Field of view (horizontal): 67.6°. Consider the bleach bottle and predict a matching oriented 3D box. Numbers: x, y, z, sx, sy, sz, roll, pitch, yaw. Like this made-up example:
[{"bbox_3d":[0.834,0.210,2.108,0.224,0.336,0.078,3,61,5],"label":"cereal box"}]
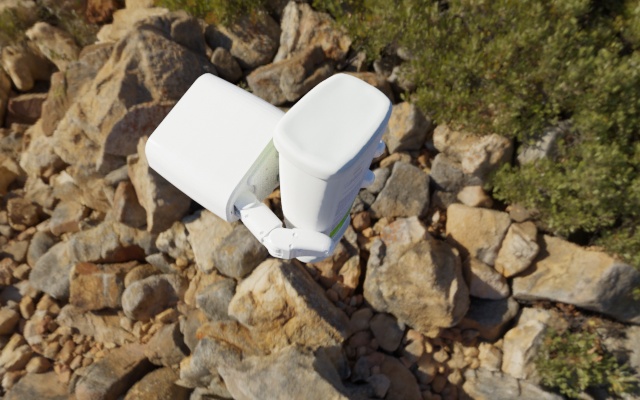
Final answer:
[{"bbox_3d":[0.000,0.001,0.467,0.068,0.102,0.251,33,-30,13],"label":"bleach bottle"}]
